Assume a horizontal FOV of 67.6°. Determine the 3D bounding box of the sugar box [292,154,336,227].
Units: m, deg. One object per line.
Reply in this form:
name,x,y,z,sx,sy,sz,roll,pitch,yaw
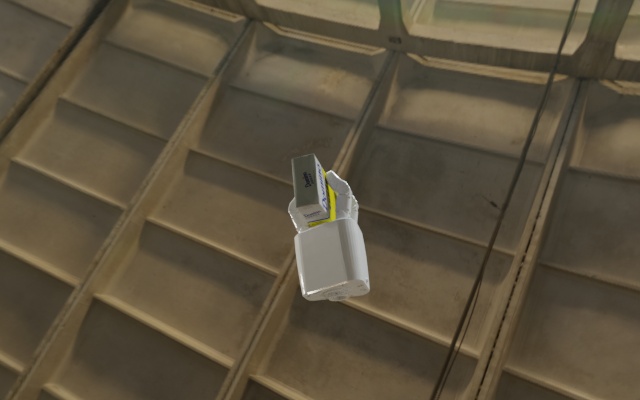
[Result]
sugar box,0.001,0.003,0.830,0.048,0.093,0.176,-11,-26,10
